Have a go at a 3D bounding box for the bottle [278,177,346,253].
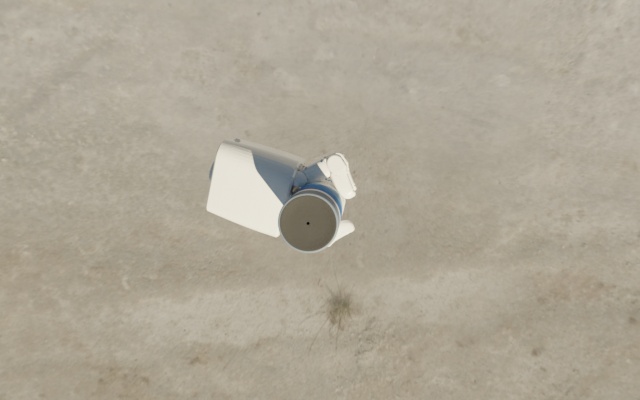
[{"bbox_3d":[0.000,0.002,0.658,0.069,0.069,0.295,0,9,5],"label":"bottle"}]
